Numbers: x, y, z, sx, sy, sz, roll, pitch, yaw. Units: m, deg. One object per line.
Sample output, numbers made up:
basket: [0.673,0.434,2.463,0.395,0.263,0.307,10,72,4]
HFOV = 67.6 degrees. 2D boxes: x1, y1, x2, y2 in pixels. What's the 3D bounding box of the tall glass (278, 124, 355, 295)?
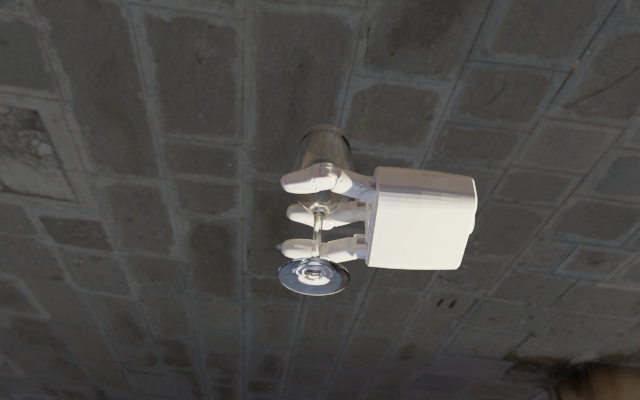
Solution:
tall glass: [0.000,0.002,0.548,0.079,0.200,0.079,3,-39,2]
